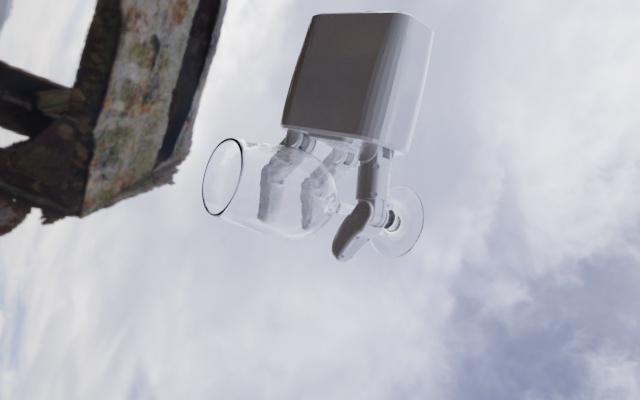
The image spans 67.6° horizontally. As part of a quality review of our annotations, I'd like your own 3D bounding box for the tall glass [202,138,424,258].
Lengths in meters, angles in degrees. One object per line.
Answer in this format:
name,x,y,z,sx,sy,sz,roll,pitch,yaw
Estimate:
tall glass,0.001,0.002,0.424,0.201,0.079,0.079,14,-9,-38
